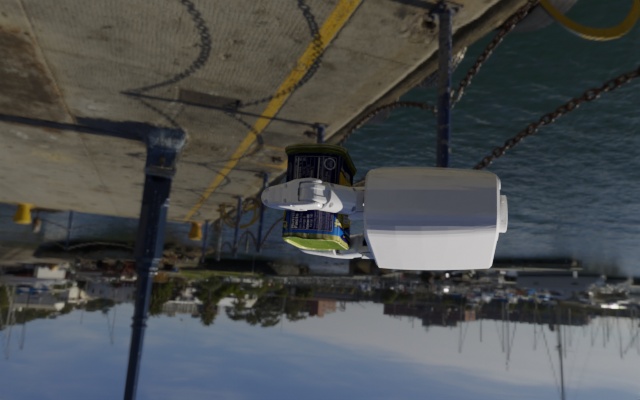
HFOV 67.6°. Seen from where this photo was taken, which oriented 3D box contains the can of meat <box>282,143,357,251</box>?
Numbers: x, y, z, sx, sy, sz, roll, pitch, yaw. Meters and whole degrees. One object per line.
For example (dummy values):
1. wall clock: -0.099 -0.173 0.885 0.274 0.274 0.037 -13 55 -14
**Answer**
1. can of meat: 0.000 0.002 0.453 0.057 0.084 0.102 1 -11 12
